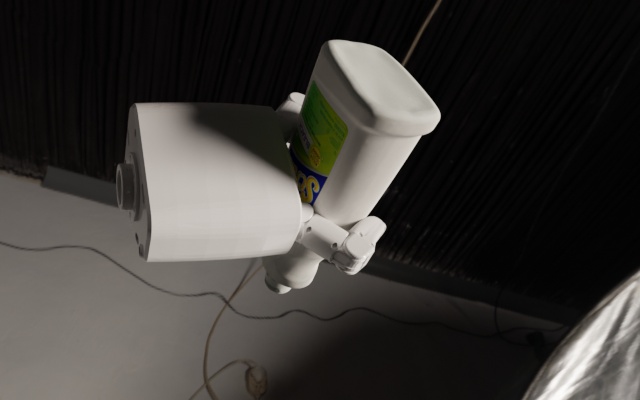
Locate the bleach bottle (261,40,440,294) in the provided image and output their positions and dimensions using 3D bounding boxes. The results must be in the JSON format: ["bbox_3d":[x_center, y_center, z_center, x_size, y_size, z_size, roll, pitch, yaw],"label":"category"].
[{"bbox_3d":[0.000,0.001,0.406,0.068,0.251,0.102,-2,46,-29],"label":"bleach bottle"}]
